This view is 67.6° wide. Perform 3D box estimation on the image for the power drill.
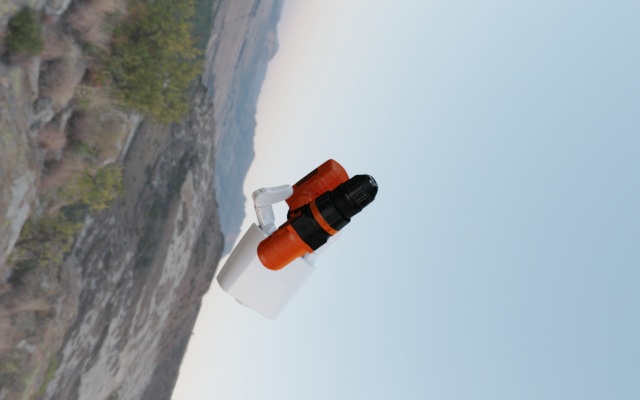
[{"bbox_3d":[0.000,0.002,0.669,0.184,0.057,0.187,-35,13,16],"label":"power drill"}]
